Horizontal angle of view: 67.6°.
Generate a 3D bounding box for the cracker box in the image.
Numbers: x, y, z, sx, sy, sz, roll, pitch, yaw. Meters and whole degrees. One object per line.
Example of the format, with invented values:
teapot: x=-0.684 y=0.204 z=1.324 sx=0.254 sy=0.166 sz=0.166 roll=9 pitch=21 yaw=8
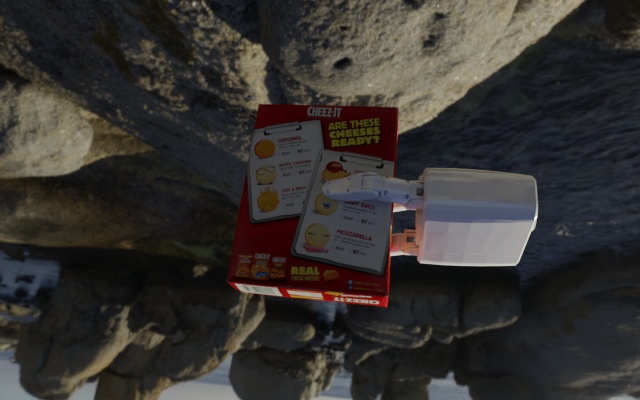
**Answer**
cracker box: x=0.000 y=0.002 z=0.532 sx=0.164 sy=0.213 sz=0.072 roll=3 pitch=-22 yaw=8
